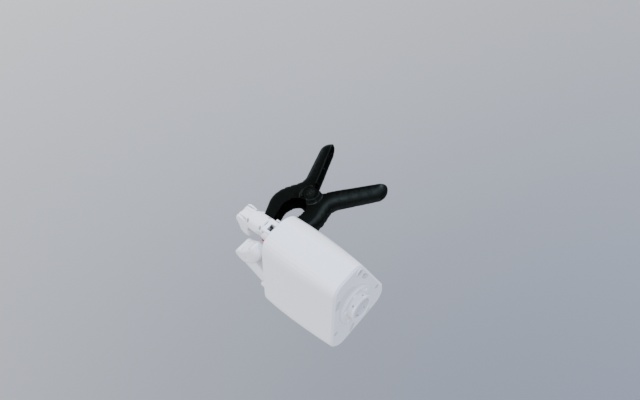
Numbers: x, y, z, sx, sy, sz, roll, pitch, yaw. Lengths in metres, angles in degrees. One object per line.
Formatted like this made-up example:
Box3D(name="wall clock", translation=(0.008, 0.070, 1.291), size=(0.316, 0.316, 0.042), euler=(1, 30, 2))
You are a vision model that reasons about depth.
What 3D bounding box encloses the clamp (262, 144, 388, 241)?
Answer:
Box3D(name="clamp", translation=(0.000, 0.002, 0.618), size=(0.120, 0.171, 0.039), euler=(29, -27, 34))
